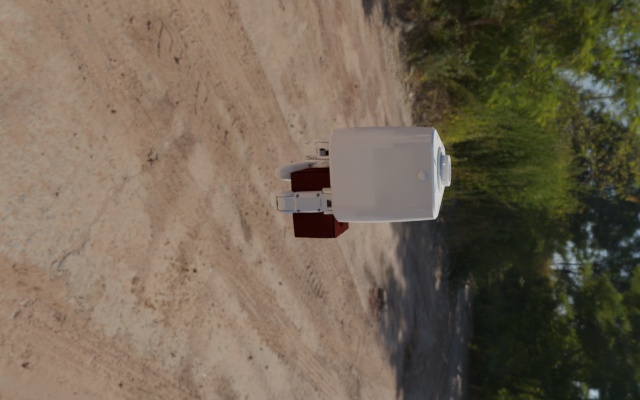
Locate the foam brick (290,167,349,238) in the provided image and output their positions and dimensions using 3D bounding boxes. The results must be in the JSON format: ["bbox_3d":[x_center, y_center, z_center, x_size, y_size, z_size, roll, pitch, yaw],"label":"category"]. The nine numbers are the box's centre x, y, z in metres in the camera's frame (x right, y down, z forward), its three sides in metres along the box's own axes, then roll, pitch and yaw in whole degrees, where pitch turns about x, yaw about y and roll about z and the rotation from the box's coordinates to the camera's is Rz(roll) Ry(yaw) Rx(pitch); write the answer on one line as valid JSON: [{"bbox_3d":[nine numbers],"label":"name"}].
[{"bbox_3d":[0.000,0.002,0.554,0.051,0.078,0.053,0,9,20],"label":"foam brick"}]
